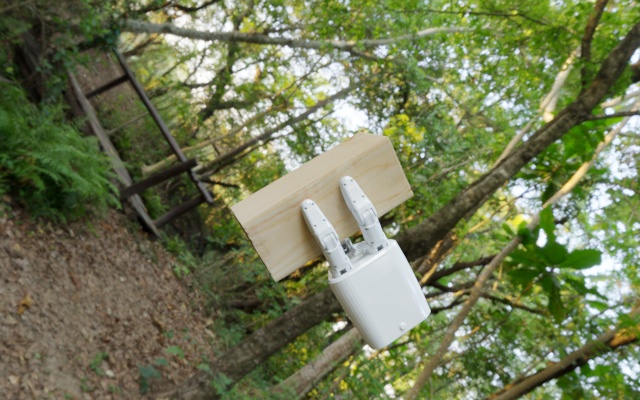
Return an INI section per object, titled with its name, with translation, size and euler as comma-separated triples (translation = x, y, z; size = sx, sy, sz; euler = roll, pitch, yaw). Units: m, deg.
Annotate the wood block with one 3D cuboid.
[wood block]
translation = 0.000, 0.002, 0.616
size = 0.206, 0.090, 0.091
euler = -31, 19, -11
